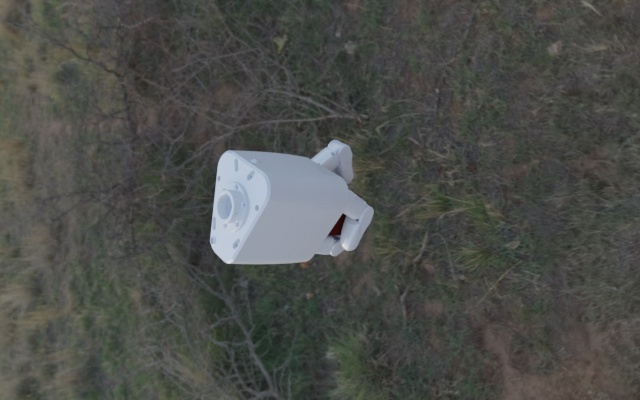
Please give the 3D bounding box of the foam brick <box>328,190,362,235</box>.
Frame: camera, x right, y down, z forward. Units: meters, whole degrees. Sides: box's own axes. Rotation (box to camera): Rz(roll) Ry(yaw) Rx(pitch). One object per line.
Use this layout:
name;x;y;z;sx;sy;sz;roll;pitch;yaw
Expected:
foam brick;0.000;0.002;0.576;0.051;0.053;0.078;4;21;-45
